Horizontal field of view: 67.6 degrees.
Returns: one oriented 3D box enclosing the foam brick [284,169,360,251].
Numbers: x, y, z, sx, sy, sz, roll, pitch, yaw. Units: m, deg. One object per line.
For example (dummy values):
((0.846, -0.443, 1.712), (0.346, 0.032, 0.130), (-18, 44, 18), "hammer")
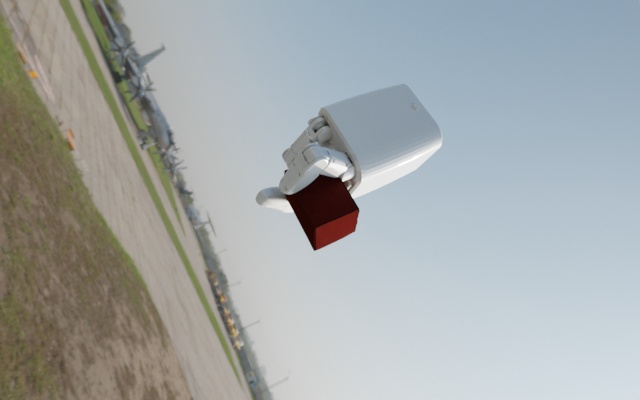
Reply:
((0.000, 0.002, 0.503), (0.051, 0.078, 0.053), (-21, -27, -15), "foam brick")
